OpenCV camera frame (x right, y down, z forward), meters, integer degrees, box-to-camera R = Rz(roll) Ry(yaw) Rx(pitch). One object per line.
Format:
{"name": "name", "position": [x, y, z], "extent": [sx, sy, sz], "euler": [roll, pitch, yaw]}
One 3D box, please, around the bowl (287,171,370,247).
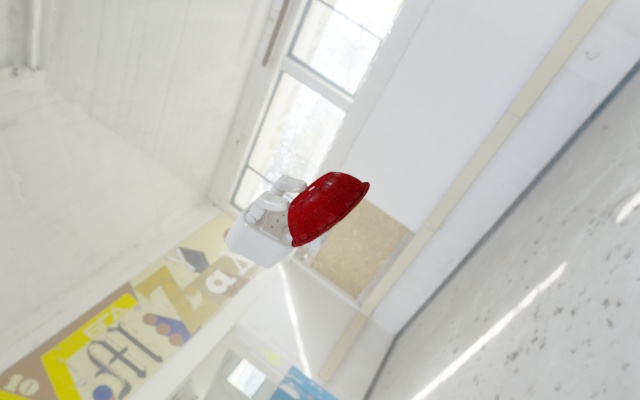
{"name": "bowl", "position": [0.001, 0.002, 0.767], "extent": [0.162, 0.055, 0.162], "euler": [-37, 10, 8]}
